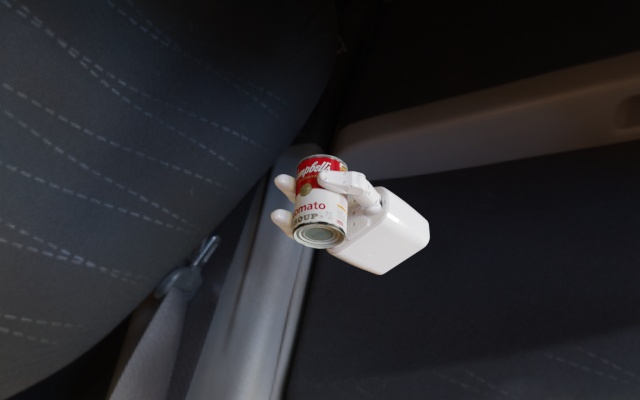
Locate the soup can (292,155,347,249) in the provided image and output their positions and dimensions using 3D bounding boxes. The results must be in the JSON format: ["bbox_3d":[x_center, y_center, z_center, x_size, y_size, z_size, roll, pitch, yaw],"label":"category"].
[{"bbox_3d":[0.000,0.002,0.612,0.068,0.102,0.068,2,-31,1],"label":"soup can"}]
